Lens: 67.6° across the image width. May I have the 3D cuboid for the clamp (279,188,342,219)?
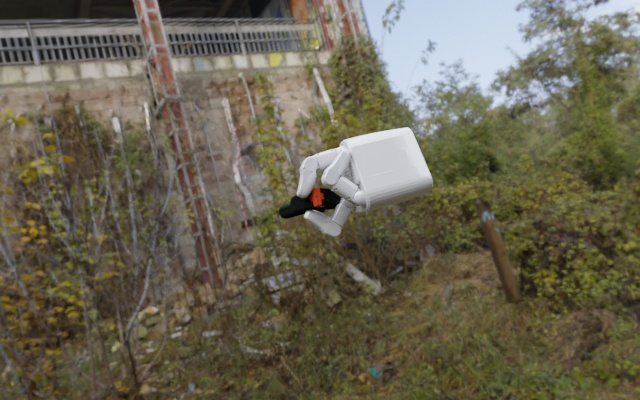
[{"bbox_3d":[0.000,0.002,0.777,0.120,0.039,0.171,-15,-2,-13],"label":"clamp"}]
